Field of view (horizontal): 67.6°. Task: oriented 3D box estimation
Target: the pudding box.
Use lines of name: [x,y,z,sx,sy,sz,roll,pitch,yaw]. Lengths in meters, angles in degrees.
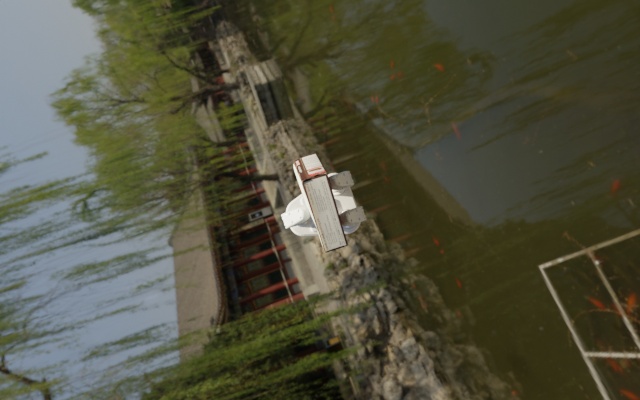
pudding box: [0.000,0.002,0.658,0.039,0.113,0.090,-21,24,-3]
